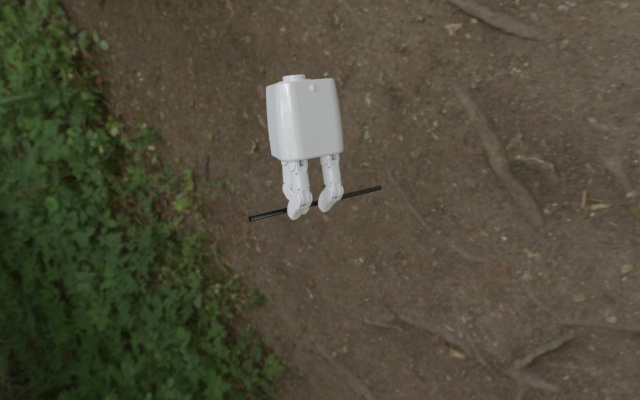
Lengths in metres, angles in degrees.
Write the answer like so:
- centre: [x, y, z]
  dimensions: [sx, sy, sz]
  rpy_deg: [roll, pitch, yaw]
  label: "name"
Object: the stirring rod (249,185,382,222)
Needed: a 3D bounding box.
- centre: [0.000, 0.002, 0.740]
  dimensions: [0.239, 0.011, 0.011]
  rpy_deg: [-13, 7, -31]
  label: "stirring rod"
